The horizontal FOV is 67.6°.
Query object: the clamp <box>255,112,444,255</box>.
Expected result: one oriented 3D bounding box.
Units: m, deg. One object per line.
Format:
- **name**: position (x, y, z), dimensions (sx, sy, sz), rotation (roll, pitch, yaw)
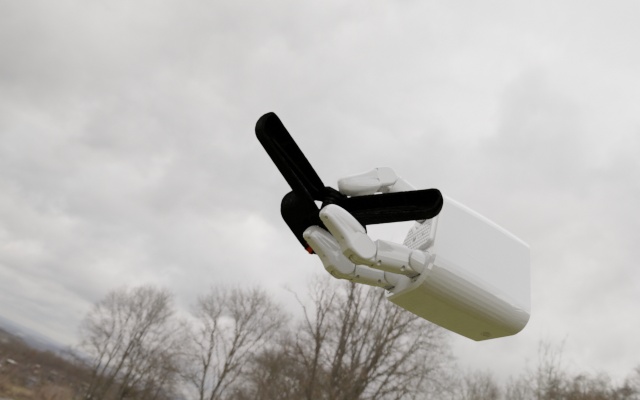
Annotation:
- **clamp**: position (0.000, 0.001, 0.462), dimensions (0.164, 0.036, 0.210), rotation (29, -26, -4)
